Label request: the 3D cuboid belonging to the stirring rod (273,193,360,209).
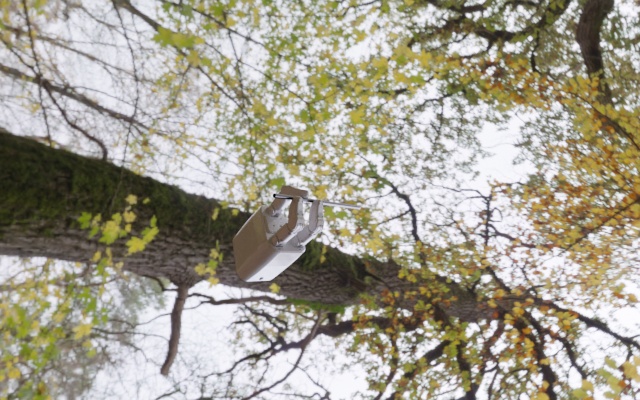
[{"bbox_3d":[0.000,0.003,0.893,0.011,0.011,0.239,0,-5,41],"label":"stirring rod"}]
